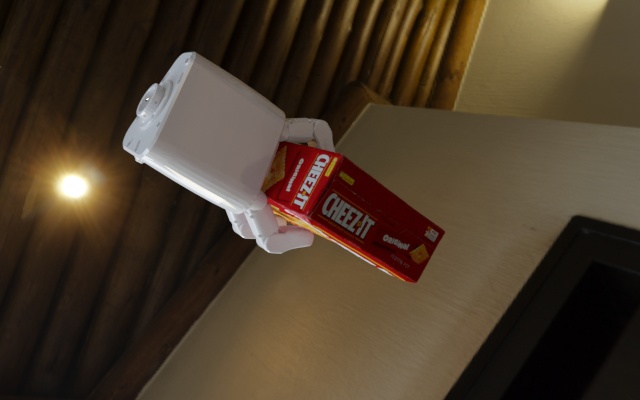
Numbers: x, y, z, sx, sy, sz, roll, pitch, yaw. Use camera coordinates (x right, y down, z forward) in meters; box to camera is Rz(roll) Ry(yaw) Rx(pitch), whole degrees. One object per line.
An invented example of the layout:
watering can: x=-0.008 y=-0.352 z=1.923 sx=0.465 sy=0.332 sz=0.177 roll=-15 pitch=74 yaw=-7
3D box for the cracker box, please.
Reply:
cracker box: x=0.000 y=0.002 z=0.523 sx=0.164 sy=0.072 sz=0.213 roll=32 pitch=-5 yaw=-36
